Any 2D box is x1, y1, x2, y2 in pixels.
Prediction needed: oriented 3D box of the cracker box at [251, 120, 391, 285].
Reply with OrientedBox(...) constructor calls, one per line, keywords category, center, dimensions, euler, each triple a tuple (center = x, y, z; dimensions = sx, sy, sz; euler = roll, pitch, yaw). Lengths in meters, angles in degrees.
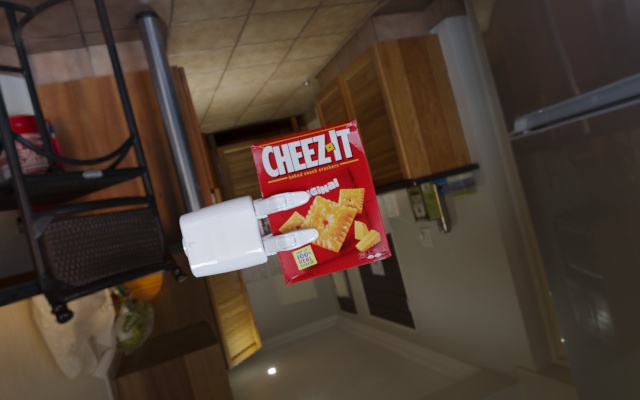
OrientedBox(category="cracker box", center=(0.000, 0.003, 0.722), dimensions=(0.164, 0.213, 0.072), euler=(-14, -1, -4))
